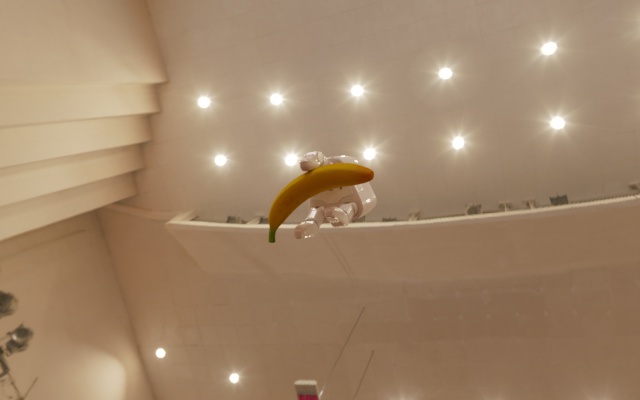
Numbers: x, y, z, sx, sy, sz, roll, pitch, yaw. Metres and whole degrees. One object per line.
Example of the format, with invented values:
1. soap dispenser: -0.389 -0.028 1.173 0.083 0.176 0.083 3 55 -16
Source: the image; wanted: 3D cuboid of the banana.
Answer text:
1. banana: -0.011 -0.012 0.726 0.198 0.069 0.037 -34 -14 21
